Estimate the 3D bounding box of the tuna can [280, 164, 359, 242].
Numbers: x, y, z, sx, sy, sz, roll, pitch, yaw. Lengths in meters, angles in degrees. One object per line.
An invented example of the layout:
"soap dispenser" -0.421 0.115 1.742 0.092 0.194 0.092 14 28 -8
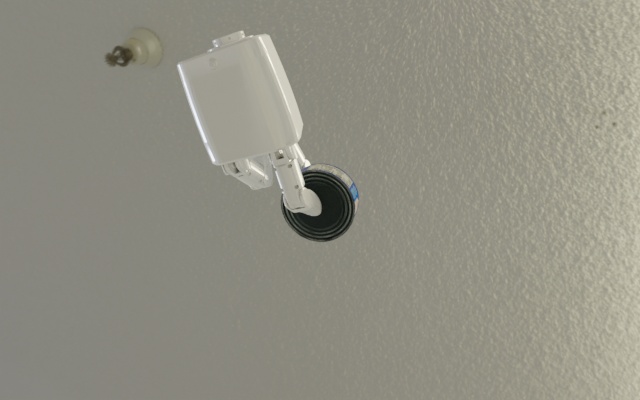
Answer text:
"tuna can" 0.000 0.002 0.546 0.086 0.086 0.033 0 21 15
